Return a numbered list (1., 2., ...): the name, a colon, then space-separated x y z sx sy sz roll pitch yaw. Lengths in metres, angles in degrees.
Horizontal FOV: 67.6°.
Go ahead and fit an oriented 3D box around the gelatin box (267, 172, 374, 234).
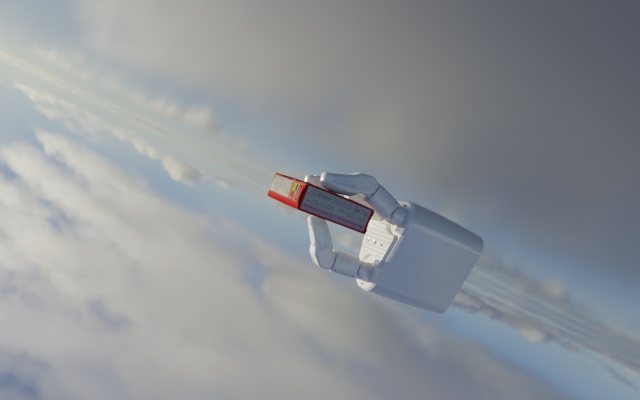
1. gelatin box: 0.000 0.002 0.498 0.089 0.030 0.073 20 1 -31
